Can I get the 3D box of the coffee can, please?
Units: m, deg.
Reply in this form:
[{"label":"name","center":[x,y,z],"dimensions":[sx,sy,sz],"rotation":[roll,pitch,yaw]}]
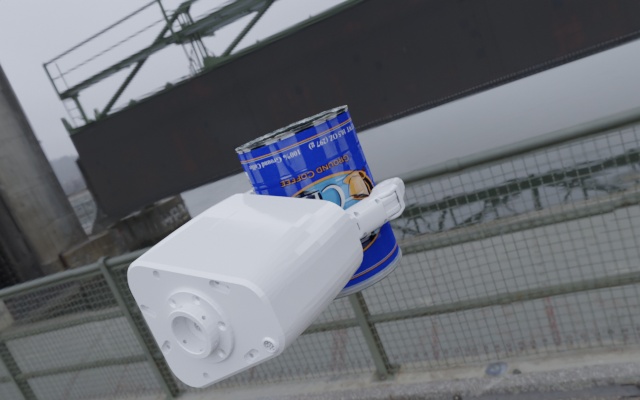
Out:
[{"label":"coffee can","center":[0.000,0.001,0.419],"dimensions":[0.103,0.140,0.102],"rotation":[-21,12,5]}]
